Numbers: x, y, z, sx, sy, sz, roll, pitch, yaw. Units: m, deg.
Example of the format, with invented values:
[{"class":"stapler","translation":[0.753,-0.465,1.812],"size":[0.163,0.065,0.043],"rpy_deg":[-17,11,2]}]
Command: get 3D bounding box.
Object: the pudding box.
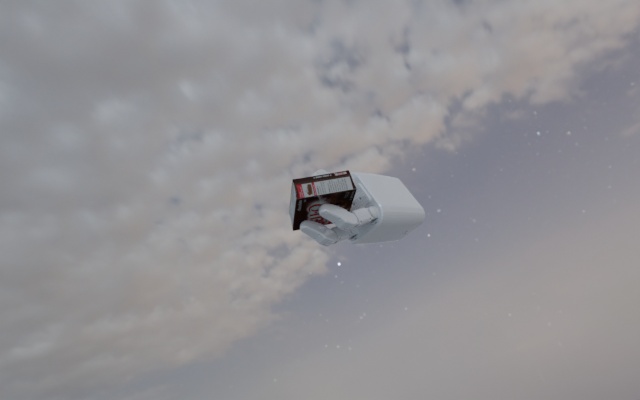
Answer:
[{"class":"pudding box","translation":[0.000,0.002,0.726],"size":[0.090,0.039,0.114],"rpy_deg":[-11,-28,-11]}]
